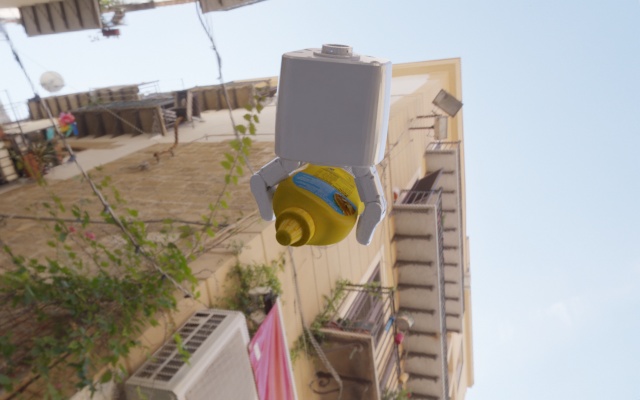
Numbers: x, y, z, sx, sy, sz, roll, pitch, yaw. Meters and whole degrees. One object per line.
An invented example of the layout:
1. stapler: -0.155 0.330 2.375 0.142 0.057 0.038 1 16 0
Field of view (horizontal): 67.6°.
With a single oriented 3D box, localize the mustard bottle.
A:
1. mustard bottle: 0.000 0.002 0.547 0.096 0.058 0.191 35 31 7
